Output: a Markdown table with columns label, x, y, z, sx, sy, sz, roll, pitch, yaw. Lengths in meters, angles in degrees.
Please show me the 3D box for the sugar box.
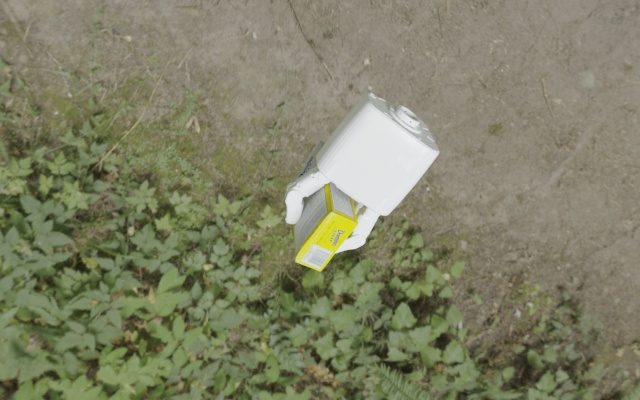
| label | x | y | z | sx | sy | sz | roll | pitch | yaw |
| --- | --- | --- | --- | --- | --- | --- | --- | --- | --- |
| sugar box | 0.001 | 0.002 | 0.658 | 0.048 | 0.093 | 0.176 | 26 | 30 | -19 |
